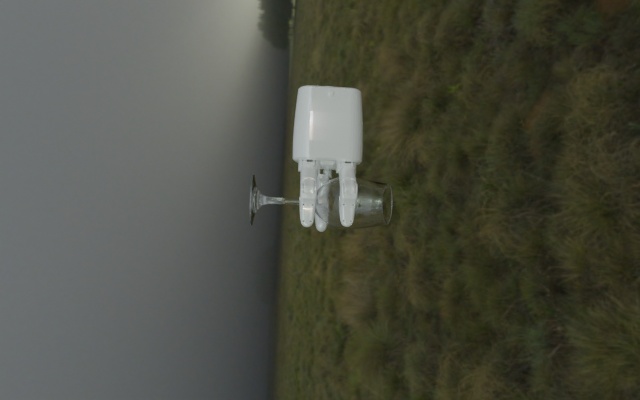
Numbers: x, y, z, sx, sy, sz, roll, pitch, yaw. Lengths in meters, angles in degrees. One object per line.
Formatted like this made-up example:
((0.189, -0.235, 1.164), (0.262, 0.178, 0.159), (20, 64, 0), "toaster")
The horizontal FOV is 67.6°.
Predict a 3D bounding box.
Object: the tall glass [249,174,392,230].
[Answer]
((-0.001, 0.002, 0.697), (0.201, 0.079, 0.079), (2, 0, -4), "tall glass")
